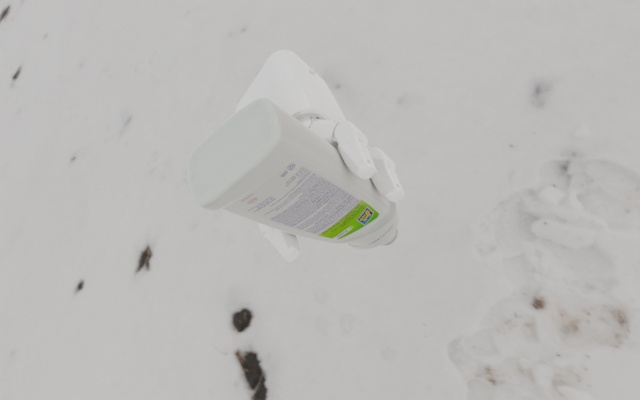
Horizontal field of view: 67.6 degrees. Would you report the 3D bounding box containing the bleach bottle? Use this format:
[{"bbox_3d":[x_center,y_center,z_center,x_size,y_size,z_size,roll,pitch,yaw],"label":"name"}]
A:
[{"bbox_3d":[0.000,0.001,0.468,0.102,0.068,0.251,-35,-37,19],"label":"bleach bottle"}]
